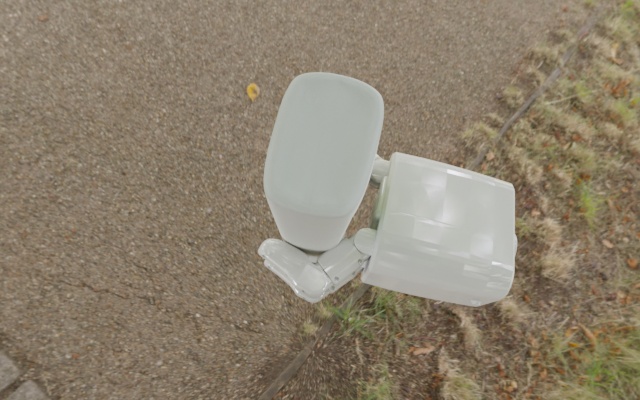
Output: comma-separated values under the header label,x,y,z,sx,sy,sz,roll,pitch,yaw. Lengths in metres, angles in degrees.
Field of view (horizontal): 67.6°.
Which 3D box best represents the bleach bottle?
label,x,y,z,sx,sy,sz,roll,pitch,yaw
bleach bottle,0.000,0.001,0.414,0.068,0.102,0.251,14,-17,4
